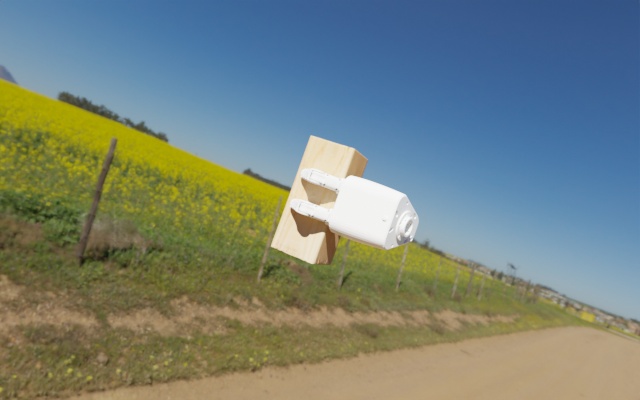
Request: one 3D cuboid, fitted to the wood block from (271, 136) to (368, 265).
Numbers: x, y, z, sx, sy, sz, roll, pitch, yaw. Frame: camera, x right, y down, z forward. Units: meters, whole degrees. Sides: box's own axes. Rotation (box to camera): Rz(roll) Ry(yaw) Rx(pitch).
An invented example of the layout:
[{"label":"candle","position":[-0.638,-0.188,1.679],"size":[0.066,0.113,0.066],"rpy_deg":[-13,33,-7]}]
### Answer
[{"label":"wood block","position":[0.001,0.003,0.855],"size":[0.090,0.206,0.091],"rpy_deg":[20,-1,23]}]
